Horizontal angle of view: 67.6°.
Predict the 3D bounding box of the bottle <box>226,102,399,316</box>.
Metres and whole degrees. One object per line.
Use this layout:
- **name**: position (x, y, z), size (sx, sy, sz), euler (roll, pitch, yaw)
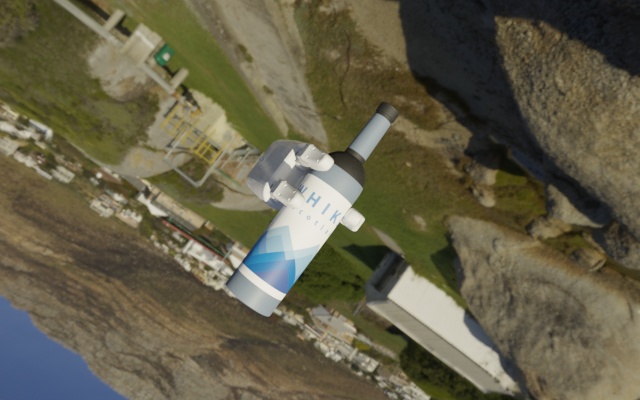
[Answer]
- **bottle**: position (0.000, 0.002, 0.586), size (0.069, 0.295, 0.069), euler (37, -5, 4)
